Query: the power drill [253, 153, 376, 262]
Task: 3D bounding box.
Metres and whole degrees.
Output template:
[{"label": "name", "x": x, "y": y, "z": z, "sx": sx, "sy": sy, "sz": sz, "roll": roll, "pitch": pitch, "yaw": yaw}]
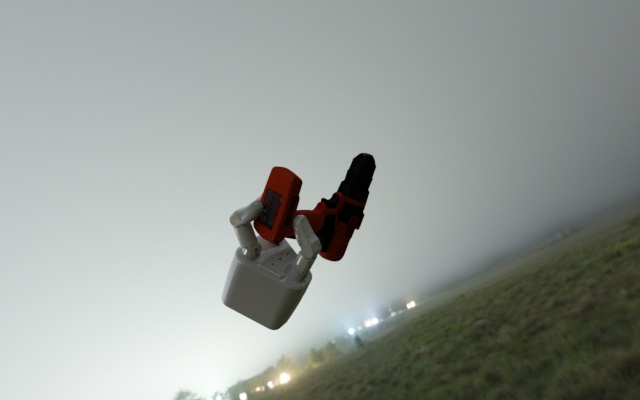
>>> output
[{"label": "power drill", "x": 0.000, "y": 0.003, "z": 0.720, "sx": 0.188, "sy": 0.184, "sz": 0.057, "roll": 12, "pitch": 10, "yaw": -46}]
